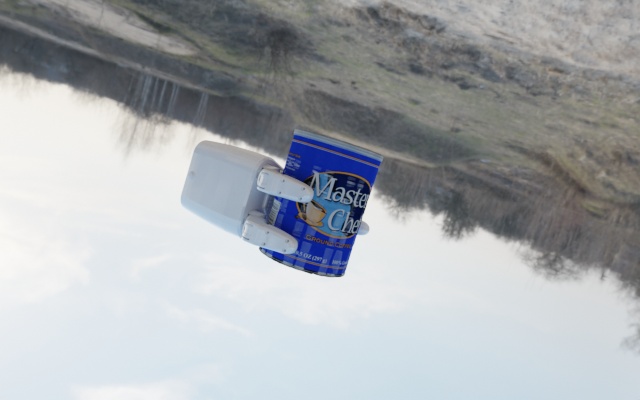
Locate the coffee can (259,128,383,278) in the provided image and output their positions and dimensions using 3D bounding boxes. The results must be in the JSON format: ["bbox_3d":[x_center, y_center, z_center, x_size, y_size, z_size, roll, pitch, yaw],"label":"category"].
[{"bbox_3d":[0.000,0.002,0.534,0.103,0.140,0.103,17,5,-2],"label":"coffee can"}]
